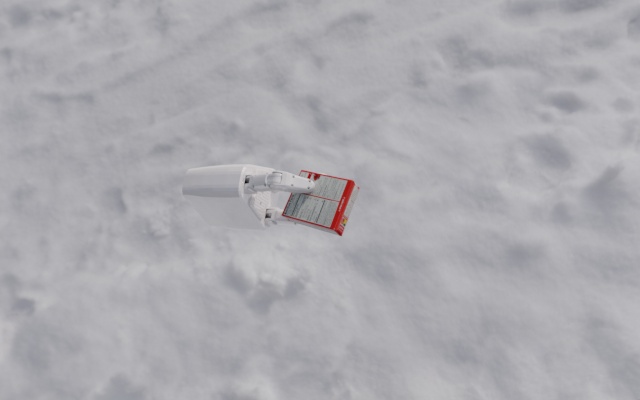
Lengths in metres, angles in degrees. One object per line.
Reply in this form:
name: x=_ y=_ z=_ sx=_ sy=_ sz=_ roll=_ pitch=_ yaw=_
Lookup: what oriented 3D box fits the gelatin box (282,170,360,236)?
gelatin box: x=0.000 y=0.002 z=0.657 sx=0.089 sy=0.073 sz=0.030 roll=13 pitch=-16 yaw=30
